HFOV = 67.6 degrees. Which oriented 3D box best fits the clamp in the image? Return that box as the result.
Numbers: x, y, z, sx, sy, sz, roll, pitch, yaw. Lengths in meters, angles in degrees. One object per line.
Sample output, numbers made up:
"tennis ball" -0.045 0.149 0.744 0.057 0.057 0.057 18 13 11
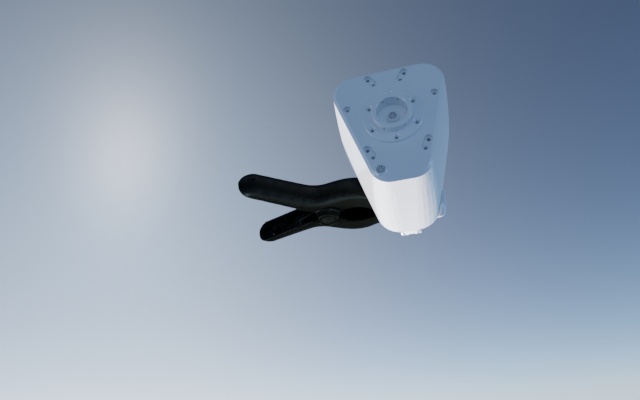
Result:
"clamp" 0.000 0.002 0.498 0.171 0.039 0.120 -10 -25 10
